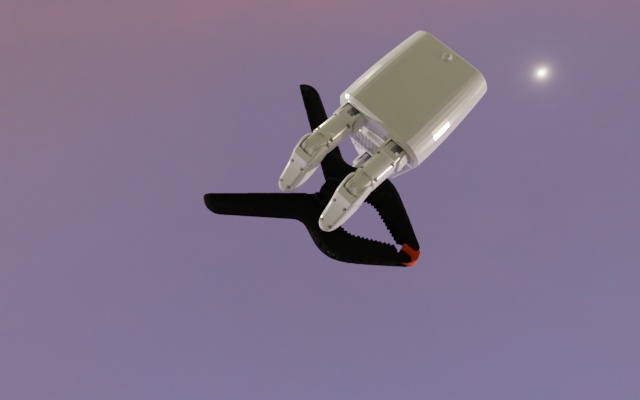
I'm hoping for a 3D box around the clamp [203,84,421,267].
[{"bbox_3d":[0.001,0.002,0.465,0.210,0.164,0.036,43,-8,15],"label":"clamp"}]
